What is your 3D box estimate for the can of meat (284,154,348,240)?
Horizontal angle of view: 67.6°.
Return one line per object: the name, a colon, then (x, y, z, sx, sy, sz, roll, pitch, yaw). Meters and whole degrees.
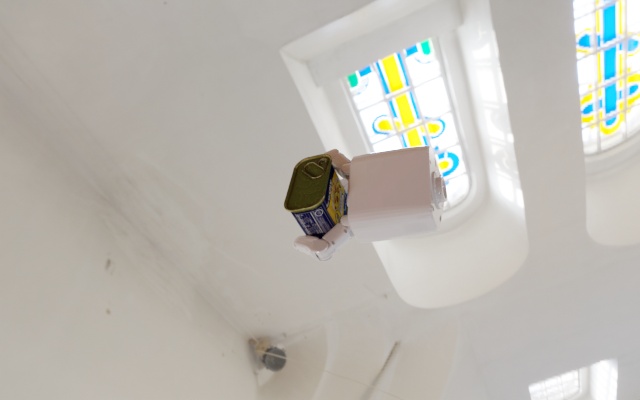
can of meat: (0.000, 0.002, 0.650, 0.057, 0.102, 0.084, -11, -47, 23)
